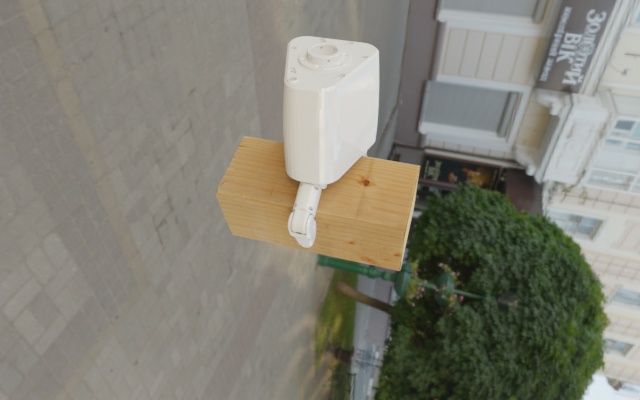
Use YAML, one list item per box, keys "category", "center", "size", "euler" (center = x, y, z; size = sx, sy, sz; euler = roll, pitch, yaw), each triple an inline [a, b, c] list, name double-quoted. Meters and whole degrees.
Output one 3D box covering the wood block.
- category: "wood block"
  center: [0.000, 0.002, 0.548]
  size: [0.206, 0.090, 0.090]
  euler: [11, -34, 12]
